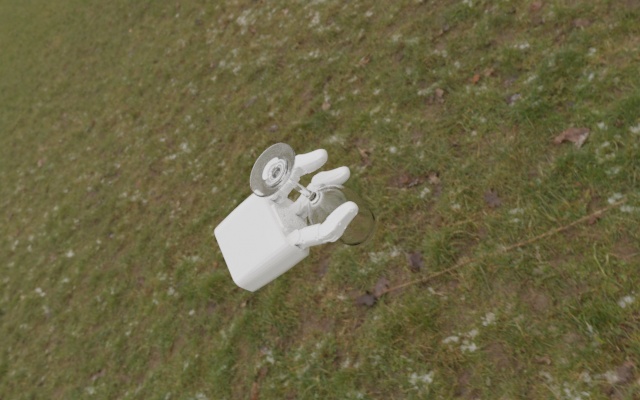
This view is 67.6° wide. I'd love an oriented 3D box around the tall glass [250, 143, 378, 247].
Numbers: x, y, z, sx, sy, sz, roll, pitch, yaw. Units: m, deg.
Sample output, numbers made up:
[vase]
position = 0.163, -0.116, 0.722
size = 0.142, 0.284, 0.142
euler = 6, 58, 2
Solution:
[tall glass]
position = 0.000, 0.002, 0.652
size = 0.079, 0.079, 0.201
euler = 0, -24, 42
